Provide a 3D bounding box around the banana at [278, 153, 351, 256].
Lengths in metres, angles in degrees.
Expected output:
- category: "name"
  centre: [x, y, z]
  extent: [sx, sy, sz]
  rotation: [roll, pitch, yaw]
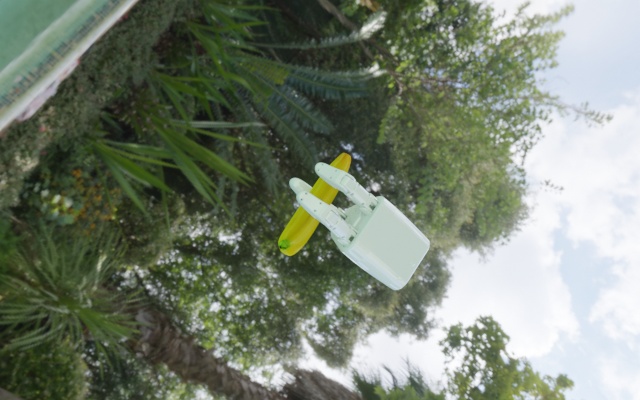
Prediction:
- category: "banana"
  centre: [-0.009, 0.012, 0.687]
  extent: [0.037, 0.197, 0.070]
  rotation: [37, -36, -6]
